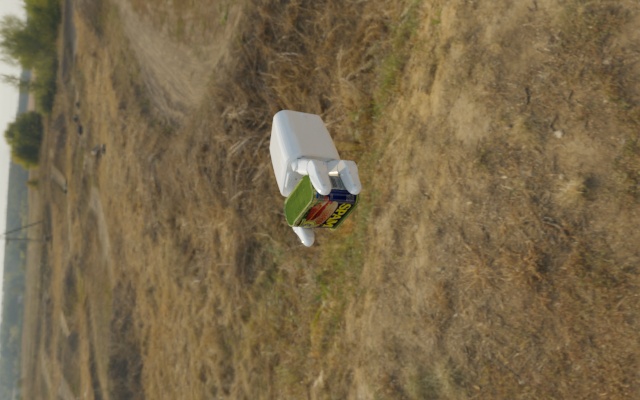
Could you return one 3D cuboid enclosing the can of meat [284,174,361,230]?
[{"bbox_3d":[0.000,0.003,0.755,0.084,0.057,0.102,4,-36,-31],"label":"can of meat"}]
